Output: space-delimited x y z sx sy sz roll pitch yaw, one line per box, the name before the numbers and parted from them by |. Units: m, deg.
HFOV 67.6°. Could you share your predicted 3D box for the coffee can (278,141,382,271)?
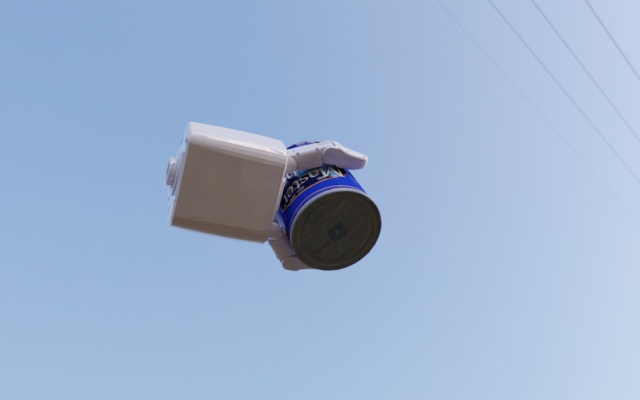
coffee can | 0.000 0.002 0.572 0.103 0.103 0.140 0 28 -18
